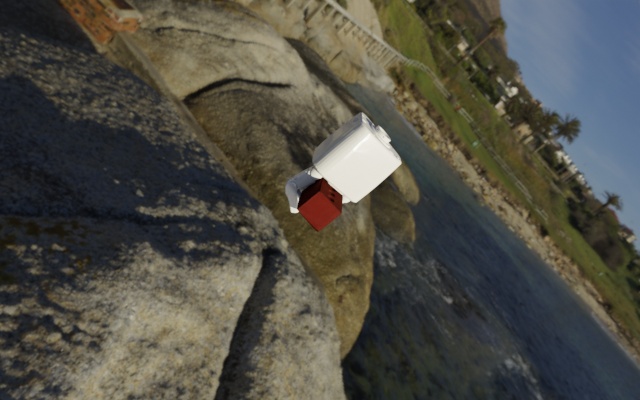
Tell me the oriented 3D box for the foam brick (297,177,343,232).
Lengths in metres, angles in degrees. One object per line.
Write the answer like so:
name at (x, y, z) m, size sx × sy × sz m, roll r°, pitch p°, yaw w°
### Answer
foam brick at (0.000, 0.003, 0.778) m, size 0.051 × 0.053 × 0.078 m, roll -37°, pitch 17°, yaw 18°
